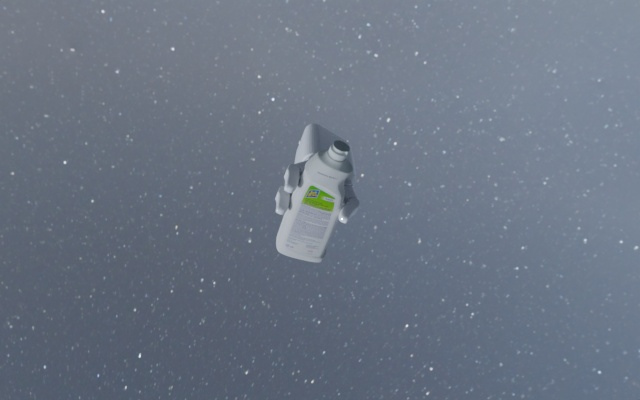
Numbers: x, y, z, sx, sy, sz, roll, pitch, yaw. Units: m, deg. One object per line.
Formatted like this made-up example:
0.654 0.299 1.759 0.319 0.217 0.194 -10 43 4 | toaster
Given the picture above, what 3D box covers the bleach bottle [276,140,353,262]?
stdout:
0.000 0.003 0.840 0.102 0.251 0.068 14 41 -13 | bleach bottle
